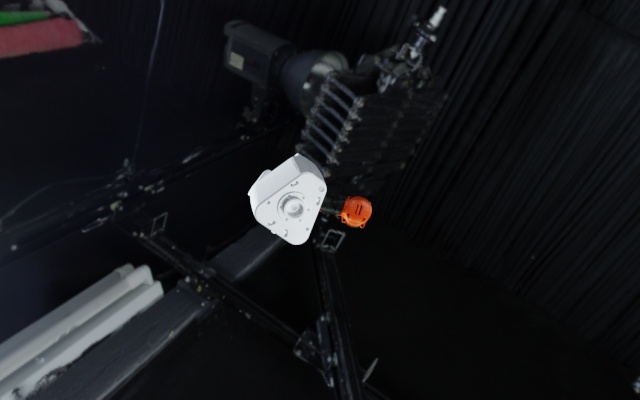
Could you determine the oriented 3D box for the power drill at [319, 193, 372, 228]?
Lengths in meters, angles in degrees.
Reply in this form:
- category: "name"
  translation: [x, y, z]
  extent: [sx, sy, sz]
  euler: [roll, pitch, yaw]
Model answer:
- category: "power drill"
  translation: [0.000, 0.003, 0.878]
  extent: [0.187, 0.057, 0.184]
  euler: [15, -6, 2]
